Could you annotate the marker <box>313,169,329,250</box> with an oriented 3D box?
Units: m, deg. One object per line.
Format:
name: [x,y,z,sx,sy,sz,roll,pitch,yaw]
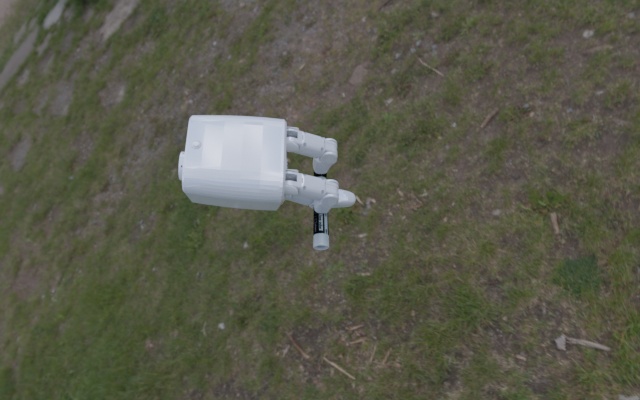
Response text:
marker: [0.000,0.002,0.593,0.020,0.121,0.020,-1,-25,0]
